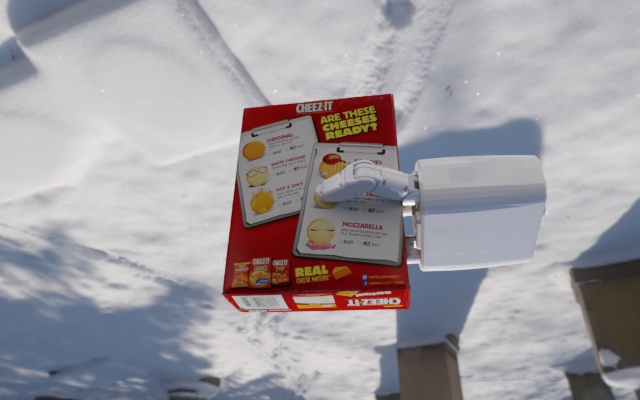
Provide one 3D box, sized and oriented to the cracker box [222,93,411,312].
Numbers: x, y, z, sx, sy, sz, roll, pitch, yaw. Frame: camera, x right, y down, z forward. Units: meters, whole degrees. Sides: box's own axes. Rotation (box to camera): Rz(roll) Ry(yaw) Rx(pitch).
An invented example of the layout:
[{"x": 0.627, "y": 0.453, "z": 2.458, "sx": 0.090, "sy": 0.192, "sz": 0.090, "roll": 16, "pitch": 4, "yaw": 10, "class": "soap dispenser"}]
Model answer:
[{"x": 0.000, "y": 0.002, "z": 0.480, "sx": 0.164, "sy": 0.213, "sz": 0.072, "roll": -4, "pitch": -31, "yaw": 7, "class": "cracker box"}]
